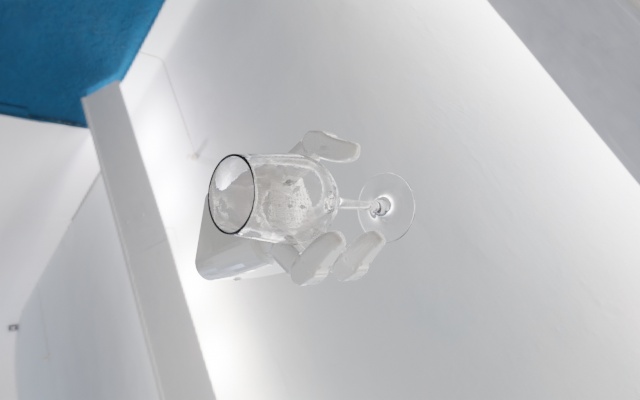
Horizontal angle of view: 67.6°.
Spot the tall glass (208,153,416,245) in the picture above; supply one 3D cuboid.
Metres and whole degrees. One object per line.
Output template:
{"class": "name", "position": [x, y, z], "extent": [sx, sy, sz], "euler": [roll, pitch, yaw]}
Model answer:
{"class": "tall glass", "position": [0.001, 0.001, 0.433], "extent": [0.079, 0.079, 0.201], "euler": [0, -4, 43]}
